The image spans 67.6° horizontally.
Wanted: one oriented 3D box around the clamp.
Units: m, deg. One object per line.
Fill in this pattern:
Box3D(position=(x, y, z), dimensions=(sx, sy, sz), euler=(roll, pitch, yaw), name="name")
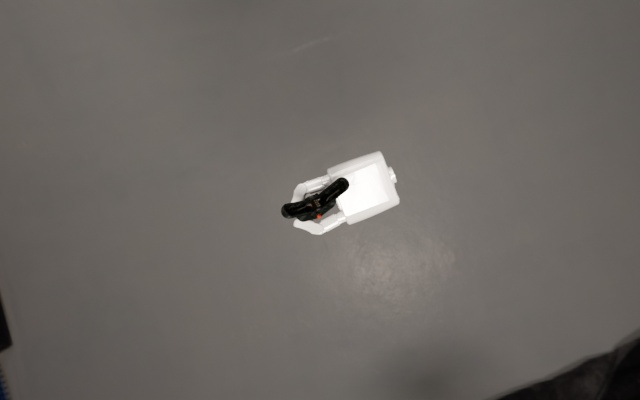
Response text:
Box3D(position=(0.000, 0.003, 0.841), dimensions=(0.120, 0.039, 0.171), euler=(-22, -6, 5), name="clamp")
